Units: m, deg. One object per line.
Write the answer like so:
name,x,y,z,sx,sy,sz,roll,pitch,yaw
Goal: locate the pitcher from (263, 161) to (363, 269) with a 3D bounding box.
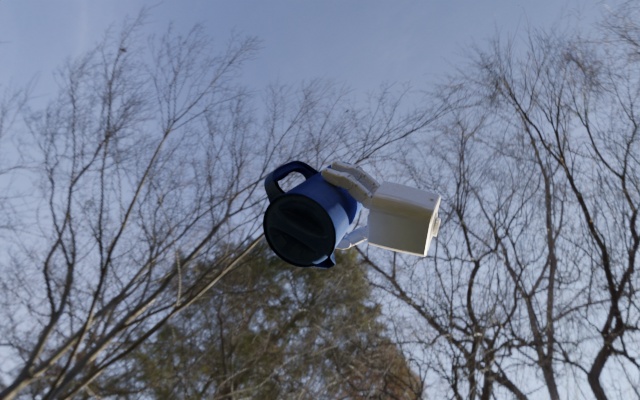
pitcher,0.000,0.003,0.878,0.145,0.149,0.242,12,25,18
